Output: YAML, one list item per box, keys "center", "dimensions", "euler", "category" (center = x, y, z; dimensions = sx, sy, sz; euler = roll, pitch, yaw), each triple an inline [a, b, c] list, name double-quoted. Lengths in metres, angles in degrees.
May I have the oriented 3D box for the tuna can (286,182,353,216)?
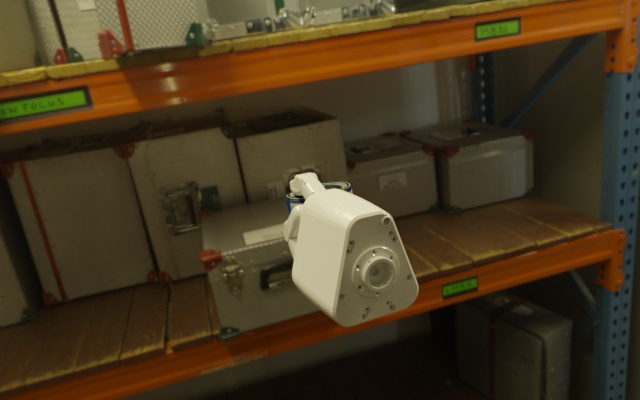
- center: [0.000, 0.001, 0.609]
  dimensions: [0.086, 0.034, 0.086]
  euler: [-10, 13, 2]
  category: "tuna can"
